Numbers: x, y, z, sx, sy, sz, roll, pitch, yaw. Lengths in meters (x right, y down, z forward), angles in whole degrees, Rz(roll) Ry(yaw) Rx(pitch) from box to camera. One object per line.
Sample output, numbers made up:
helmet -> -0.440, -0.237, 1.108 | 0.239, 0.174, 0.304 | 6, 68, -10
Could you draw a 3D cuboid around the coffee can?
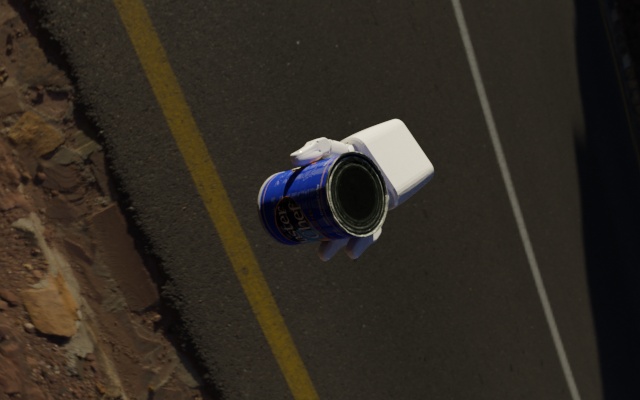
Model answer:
coffee can -> 0.000, 0.002, 0.609 | 0.103, 0.103, 0.140 | 0, -8, -41
